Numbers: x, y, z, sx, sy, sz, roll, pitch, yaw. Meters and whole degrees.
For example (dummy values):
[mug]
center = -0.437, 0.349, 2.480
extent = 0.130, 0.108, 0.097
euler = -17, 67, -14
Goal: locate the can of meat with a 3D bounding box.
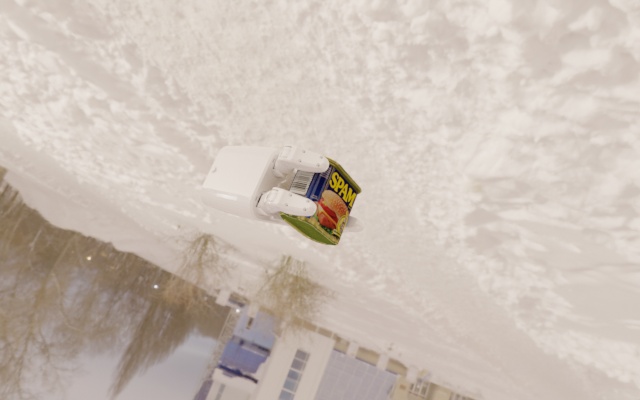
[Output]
[can of meat]
center = 0.000, 0.002, 0.606
extent = 0.057, 0.084, 0.102
euler = 12, -18, 33
